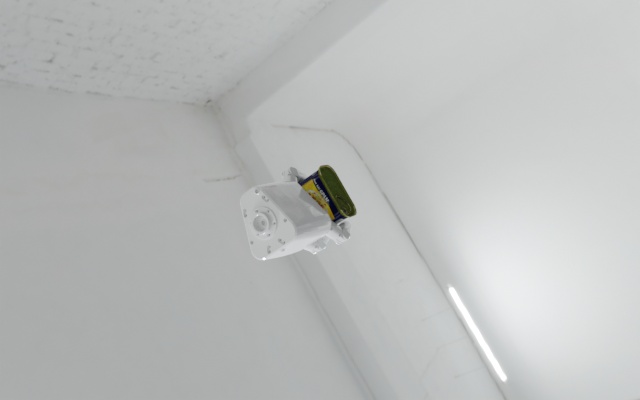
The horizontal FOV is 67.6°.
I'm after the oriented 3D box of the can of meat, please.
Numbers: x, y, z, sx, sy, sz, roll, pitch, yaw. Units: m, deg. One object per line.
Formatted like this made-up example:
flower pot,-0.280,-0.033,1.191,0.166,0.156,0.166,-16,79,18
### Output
can of meat,0.000,0.003,0.835,0.084,0.102,0.057,-33,-8,26
